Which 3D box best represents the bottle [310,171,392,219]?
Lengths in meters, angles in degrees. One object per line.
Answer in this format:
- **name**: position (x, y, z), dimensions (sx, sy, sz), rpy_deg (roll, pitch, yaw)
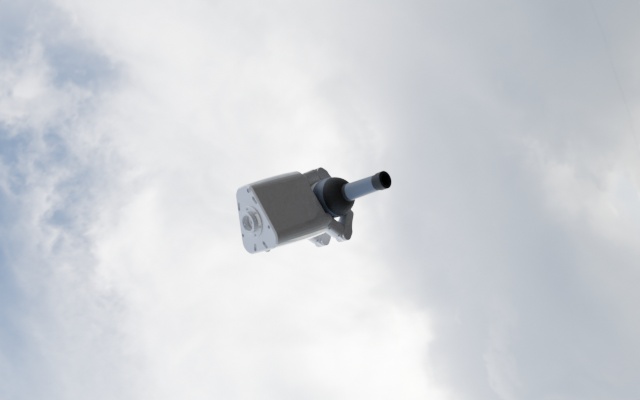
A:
- **bottle**: position (0.000, 0.003, 0.804), dimensions (0.069, 0.069, 0.296), rpy_deg (0, -13, -42)
